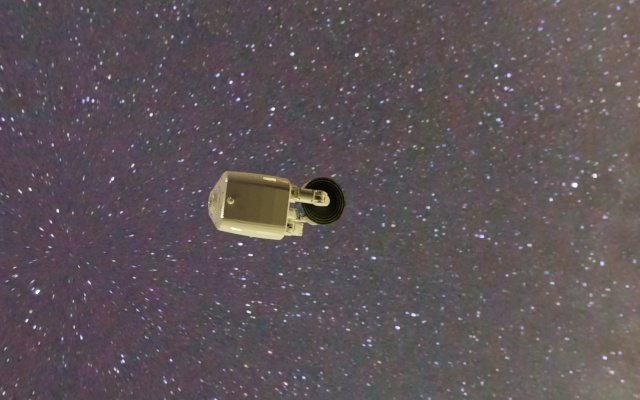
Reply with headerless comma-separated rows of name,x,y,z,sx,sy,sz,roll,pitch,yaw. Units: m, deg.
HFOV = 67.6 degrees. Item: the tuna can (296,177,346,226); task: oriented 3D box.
tuna can,0.000,0.003,0.856,0.086,0.086,0.034,0,-6,-22
